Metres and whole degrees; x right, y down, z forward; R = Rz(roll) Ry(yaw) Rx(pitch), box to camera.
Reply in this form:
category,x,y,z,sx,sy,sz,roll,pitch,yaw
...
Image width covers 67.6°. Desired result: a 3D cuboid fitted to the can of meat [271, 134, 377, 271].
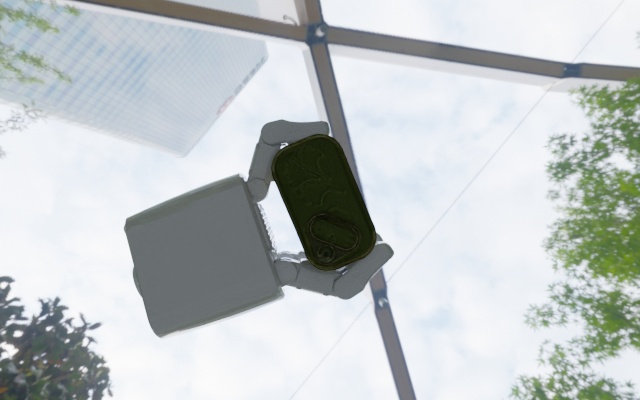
category,x,y,z,sx,sy,sz,roll,pitch,yaw
can of meat,0.000,0.001,0.401,0.057,0.102,0.084,-23,2,-4
